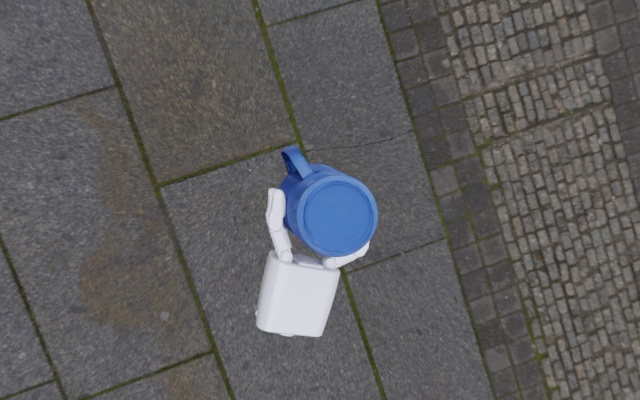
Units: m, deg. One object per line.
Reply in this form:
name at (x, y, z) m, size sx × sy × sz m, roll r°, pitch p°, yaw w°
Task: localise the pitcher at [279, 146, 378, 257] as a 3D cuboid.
pitcher at (0.000, 0.003, 0.721) m, size 0.149 × 0.145 × 0.243 m, roll 16°, pitch 2°, yaw -9°
